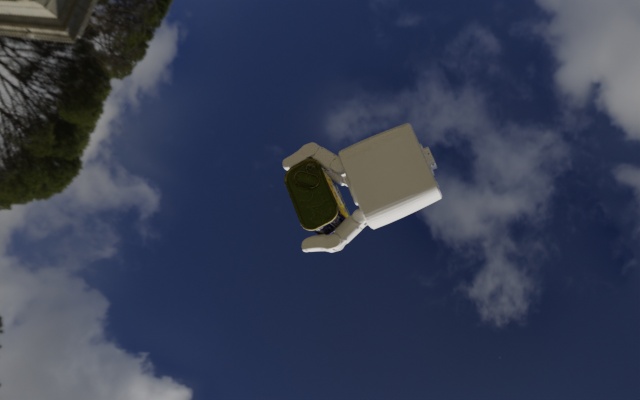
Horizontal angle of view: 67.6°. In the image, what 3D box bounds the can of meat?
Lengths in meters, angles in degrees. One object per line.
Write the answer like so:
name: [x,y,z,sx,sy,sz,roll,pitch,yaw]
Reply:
can of meat: [0.000,0.002,0.689,0.057,0.102,0.084,-28,-25,11]
